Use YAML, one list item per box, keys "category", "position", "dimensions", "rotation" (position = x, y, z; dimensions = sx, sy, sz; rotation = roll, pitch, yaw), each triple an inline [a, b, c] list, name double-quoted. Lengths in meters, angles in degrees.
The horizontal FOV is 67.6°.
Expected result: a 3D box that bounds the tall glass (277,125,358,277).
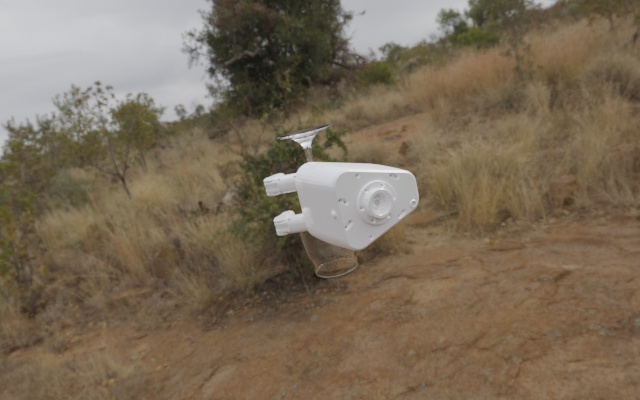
- category: "tall glass"
  position: [0.000, 0.001, 0.660]
  dimensions: [0.079, 0.201, 0.079]
  rotation: [-13, 12, 3]
